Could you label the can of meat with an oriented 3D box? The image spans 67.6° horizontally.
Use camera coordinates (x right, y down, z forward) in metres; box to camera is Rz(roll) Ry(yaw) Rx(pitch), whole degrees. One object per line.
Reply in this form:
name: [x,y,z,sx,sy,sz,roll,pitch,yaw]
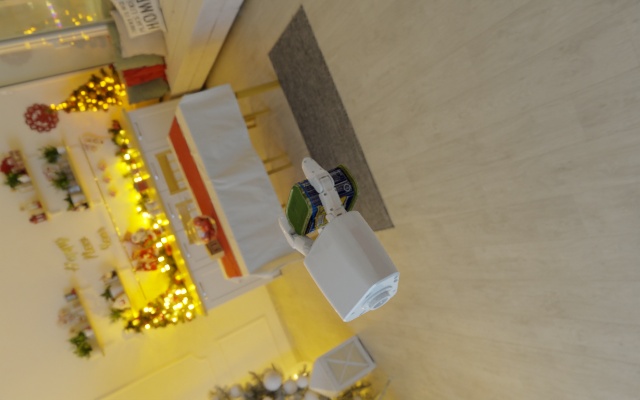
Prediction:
can of meat: [0.000,0.002,0.708,0.084,0.057,0.102,-23,-25,-25]
